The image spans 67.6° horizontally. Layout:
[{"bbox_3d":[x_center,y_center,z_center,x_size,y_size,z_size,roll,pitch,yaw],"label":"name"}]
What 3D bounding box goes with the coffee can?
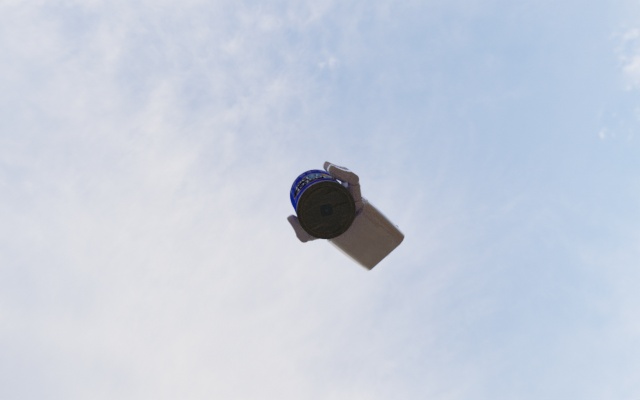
[{"bbox_3d":[0.000,0.003,0.876,0.103,0.103,0.140,0,12,-9],"label":"coffee can"}]
